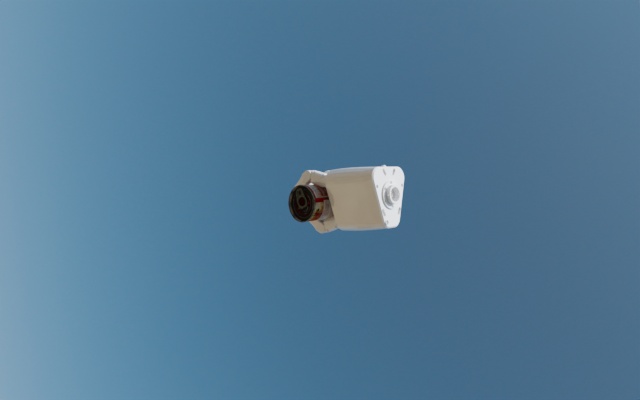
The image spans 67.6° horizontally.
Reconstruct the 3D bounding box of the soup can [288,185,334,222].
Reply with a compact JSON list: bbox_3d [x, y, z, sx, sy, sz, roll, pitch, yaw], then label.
[{"bbox_3d":[0.000,0.003,0.894,0.068,0.068,0.102,0,3,44],"label":"soup can"}]
